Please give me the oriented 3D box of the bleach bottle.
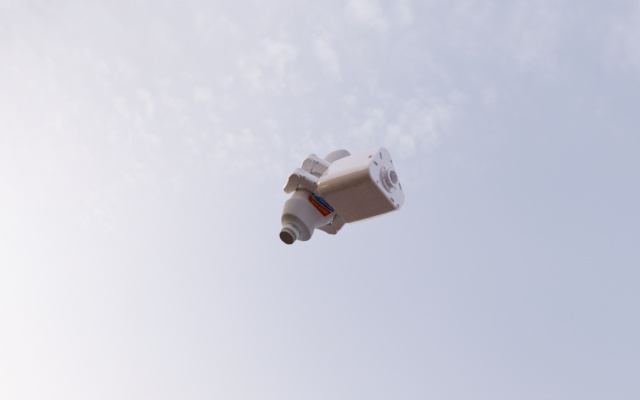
[{"bbox_3d":[0.000,0.003,0.888,0.068,0.102,0.250,-17,23,37],"label":"bleach bottle"}]
